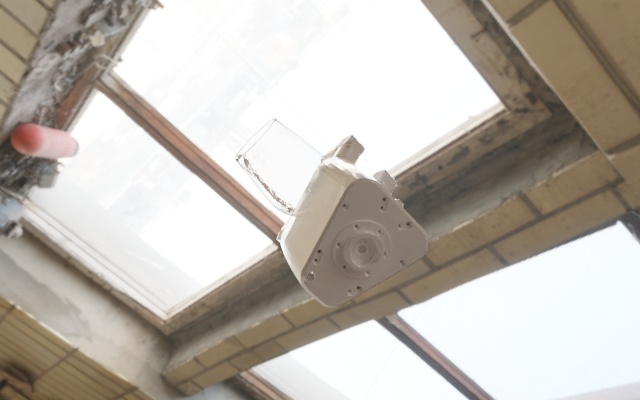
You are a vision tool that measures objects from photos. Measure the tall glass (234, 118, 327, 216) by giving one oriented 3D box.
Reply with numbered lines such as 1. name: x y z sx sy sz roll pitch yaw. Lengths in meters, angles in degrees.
1. tall glass: 0.000 0.002 0.525 0.201 0.079 0.079 44 -16 -17
